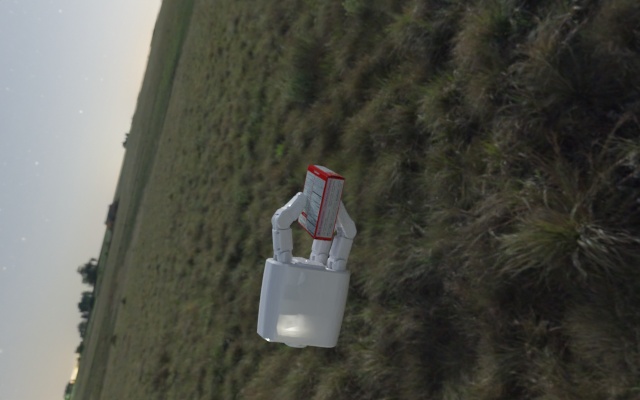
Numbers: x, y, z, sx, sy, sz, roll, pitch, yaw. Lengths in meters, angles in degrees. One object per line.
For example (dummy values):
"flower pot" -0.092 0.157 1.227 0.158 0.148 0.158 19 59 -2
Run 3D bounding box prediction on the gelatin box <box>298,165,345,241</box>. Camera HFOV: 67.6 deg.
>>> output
"gelatin box" 0.000 0.002 0.653 0.030 0.089 0.073 6 13 -22
